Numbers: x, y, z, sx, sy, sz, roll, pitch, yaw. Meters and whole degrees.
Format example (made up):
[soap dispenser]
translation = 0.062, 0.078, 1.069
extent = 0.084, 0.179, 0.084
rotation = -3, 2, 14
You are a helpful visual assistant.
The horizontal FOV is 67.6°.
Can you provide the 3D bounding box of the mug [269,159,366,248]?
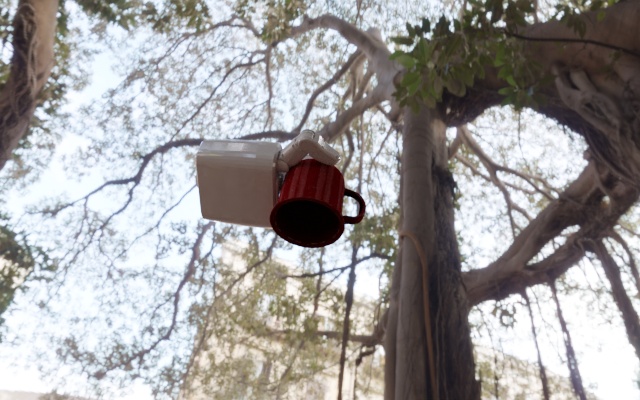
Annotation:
[mug]
translation = 0.002, 0.002, 0.609
extent = 0.117, 0.081, 0.093
rotation = 6, -44, 4
